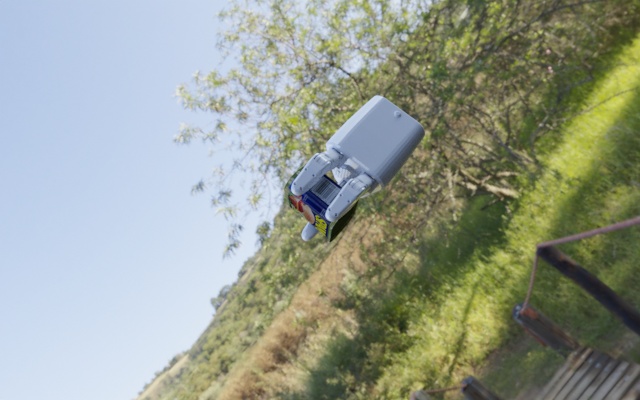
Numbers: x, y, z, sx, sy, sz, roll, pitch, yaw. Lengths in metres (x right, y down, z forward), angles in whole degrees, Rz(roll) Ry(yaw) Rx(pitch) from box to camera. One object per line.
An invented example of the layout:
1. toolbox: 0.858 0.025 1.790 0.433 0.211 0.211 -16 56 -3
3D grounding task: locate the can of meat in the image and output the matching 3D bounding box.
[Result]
1. can of meat: 0.000 0.002 0.649 0.084 0.057 0.102 39 -15 11
